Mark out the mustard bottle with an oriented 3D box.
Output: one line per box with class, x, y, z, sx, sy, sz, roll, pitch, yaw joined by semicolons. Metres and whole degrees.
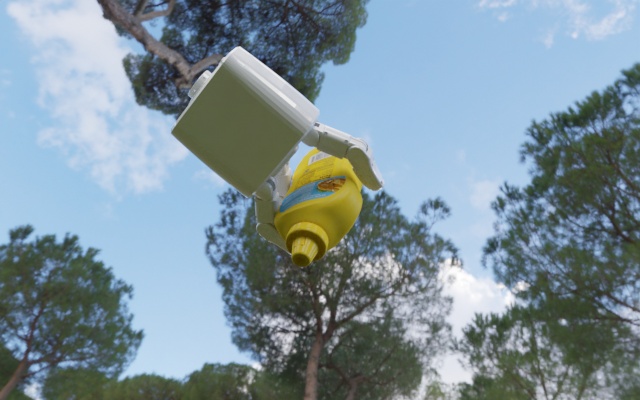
mustard bottle;0.000;0.002;0.517;0.096;0.058;0.191;-18;27;24
